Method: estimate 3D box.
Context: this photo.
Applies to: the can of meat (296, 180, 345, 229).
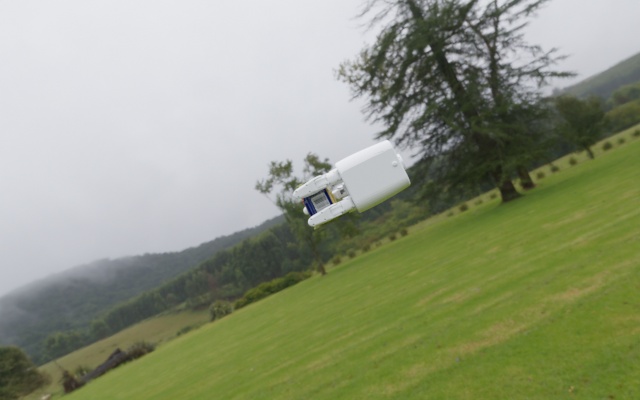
[{"bbox_3d":[0.000,0.003,0.887,0.057,0.084,0.102,-27,-3,5],"label":"can of meat"}]
